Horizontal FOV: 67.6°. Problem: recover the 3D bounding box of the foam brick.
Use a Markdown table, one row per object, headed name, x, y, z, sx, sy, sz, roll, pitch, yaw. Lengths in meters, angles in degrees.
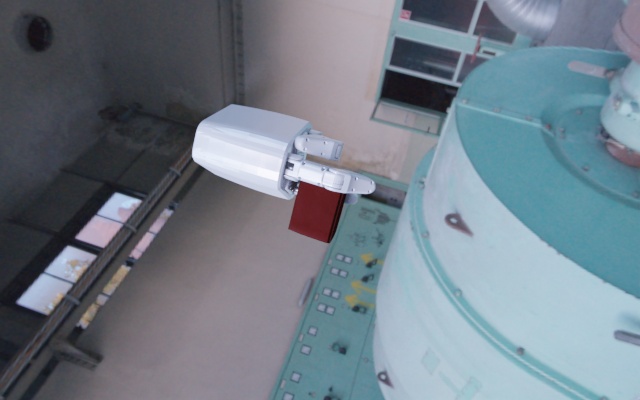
| name | x | y | z | sx | sy | sz | roll | pitch | yaw |
| --- | --- | --- | --- | --- | --- | --- | --- | --- | --- |
| foam brick | 0.000 | 0.002 | 0.560 | 0.051 | 0.078 | 0.053 | 16 | 10 | 7 |
